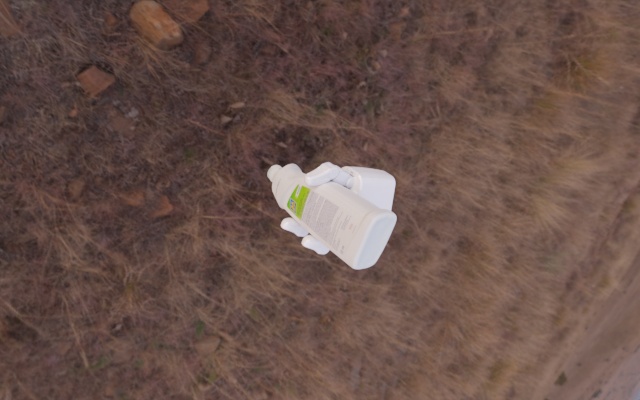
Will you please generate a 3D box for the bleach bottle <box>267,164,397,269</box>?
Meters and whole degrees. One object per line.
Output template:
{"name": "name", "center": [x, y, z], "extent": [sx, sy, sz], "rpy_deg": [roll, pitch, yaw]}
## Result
{"name": "bleach bottle", "center": [0.000, 0.003, 0.771], "extent": [0.068, 0.102, 0.250], "rpy_deg": [-1, 30, -47]}
